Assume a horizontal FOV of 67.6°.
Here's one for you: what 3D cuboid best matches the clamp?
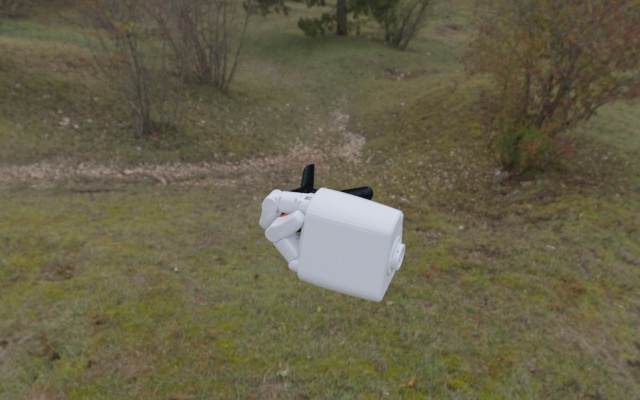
[{"bbox_3d":[0.000,0.002,0.690,0.120,0.039,0.171,14,35,20],"label":"clamp"}]
